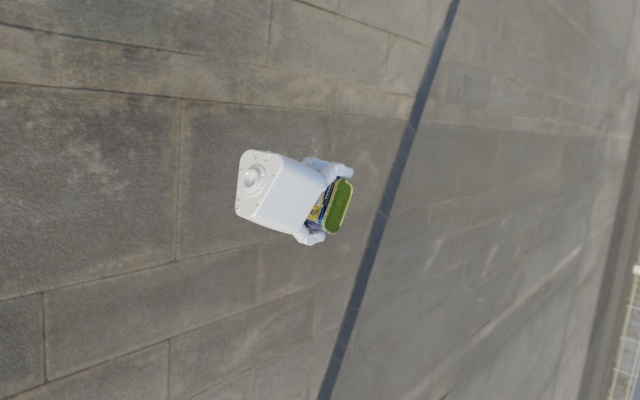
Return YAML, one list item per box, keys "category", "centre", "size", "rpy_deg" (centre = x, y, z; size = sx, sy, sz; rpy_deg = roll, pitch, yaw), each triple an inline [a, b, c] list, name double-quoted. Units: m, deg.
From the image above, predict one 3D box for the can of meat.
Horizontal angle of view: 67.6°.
- category: "can of meat"
  centre: [0.000, 0.003, 0.832]
  size: [0.084, 0.102, 0.057]
  rpy_deg: [13, -10, 39]
